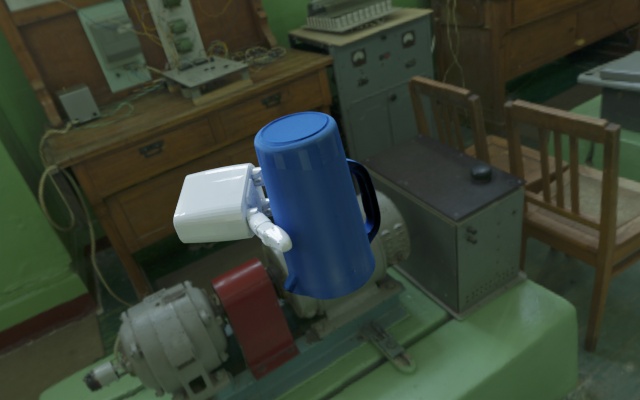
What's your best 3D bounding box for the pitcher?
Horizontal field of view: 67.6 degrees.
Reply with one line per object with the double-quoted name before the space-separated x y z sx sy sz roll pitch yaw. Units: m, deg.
"pitcher" 0.000 0.002 0.667 0.145 0.243 0.149 -7 32 12
